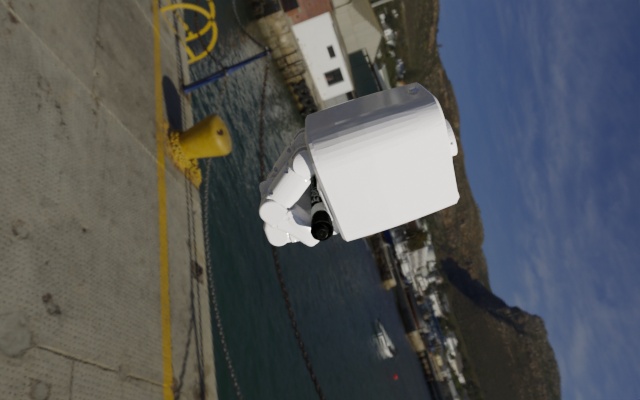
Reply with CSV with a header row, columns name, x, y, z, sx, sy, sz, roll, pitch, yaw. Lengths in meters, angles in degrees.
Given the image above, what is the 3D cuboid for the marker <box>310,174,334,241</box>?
name,x,y,z,sx,sy,sz,roll,pitch,yaw
marker,0.000,0.001,0.427,0.020,0.020,0.121,0,24,-1
